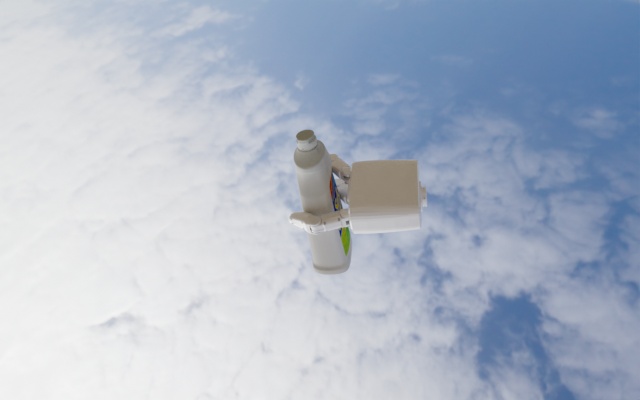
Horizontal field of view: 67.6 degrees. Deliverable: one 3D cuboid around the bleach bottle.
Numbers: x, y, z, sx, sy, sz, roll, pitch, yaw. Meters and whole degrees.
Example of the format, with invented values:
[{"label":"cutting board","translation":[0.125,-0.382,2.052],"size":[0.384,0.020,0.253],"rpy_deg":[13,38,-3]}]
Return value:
[{"label":"bleach bottle","translation":[0.000,0.003,0.777],"size":[0.068,0.251,0.102],"rpy_deg":[-4,41,13]}]
